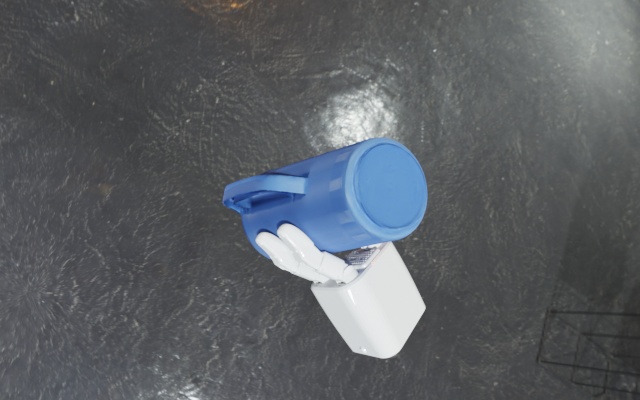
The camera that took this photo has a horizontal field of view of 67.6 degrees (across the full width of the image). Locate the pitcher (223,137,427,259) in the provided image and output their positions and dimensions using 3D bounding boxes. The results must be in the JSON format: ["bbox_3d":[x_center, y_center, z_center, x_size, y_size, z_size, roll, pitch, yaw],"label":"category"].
[{"bbox_3d":[0.000,0.002,0.575,0.149,0.145,0.243,-36,10,-31],"label":"pitcher"}]
